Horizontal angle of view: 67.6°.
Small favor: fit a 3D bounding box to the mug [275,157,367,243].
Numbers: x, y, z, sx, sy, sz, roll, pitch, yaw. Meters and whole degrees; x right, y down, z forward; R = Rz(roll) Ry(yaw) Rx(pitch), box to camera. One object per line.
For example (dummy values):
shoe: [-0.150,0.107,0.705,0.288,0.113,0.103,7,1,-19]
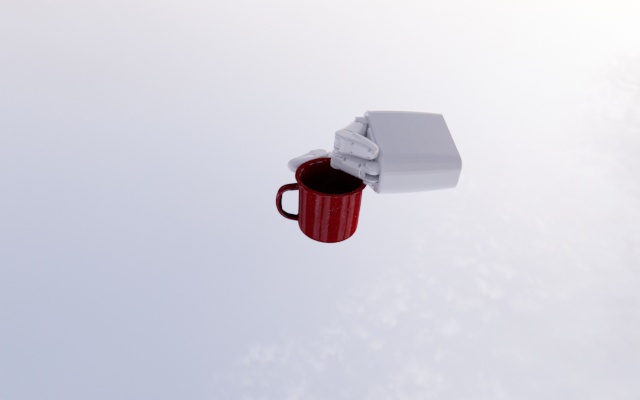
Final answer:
mug: [-0.001,0.002,0.621,0.117,0.082,0.093,-3,36,-10]
